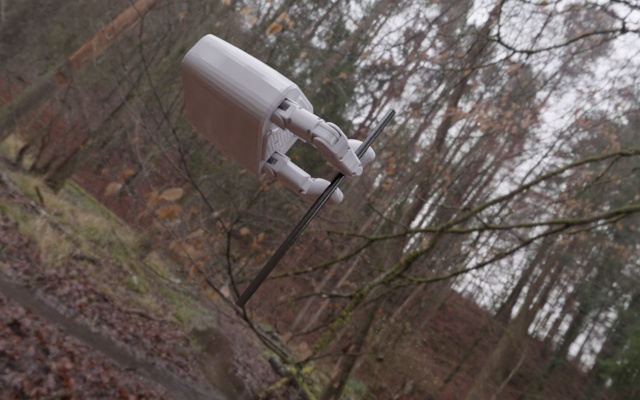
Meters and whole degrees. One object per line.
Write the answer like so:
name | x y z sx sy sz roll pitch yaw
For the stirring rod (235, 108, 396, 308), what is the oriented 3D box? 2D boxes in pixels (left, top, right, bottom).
stirring rod | 0.000 0.001 0.450 0.011 0.239 0.011 36 -14 11
